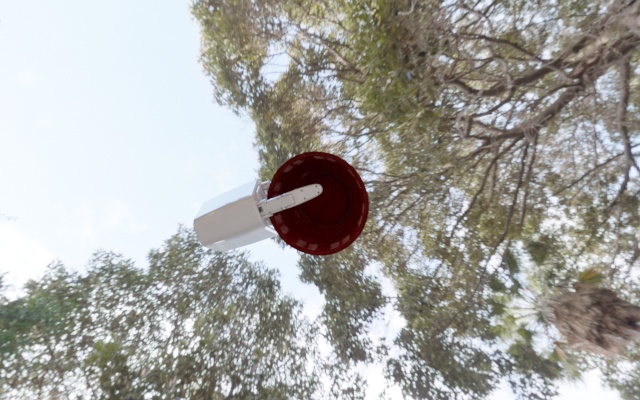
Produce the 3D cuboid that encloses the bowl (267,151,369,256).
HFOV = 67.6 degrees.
[{"bbox_3d":[0.002,0.002,0.752,0.162,0.162,0.055,0,8,15],"label":"bowl"}]
